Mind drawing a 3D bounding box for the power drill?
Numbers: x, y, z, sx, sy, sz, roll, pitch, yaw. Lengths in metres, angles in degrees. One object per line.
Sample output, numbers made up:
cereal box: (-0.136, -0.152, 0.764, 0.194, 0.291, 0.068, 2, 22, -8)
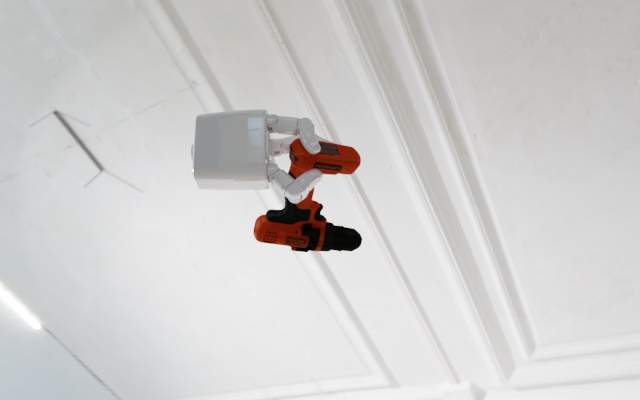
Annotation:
power drill: (0.000, 0.002, 0.751, 0.184, 0.188, 0.057, 7, 32, -18)
